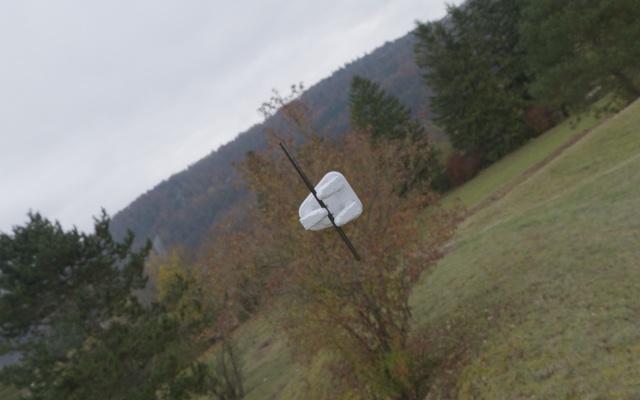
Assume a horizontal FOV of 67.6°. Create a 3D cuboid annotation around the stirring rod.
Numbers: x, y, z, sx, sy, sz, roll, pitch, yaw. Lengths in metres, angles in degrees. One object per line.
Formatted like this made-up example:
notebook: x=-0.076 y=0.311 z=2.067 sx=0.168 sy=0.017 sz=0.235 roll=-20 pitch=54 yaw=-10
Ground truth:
stirring rod: x=0.000 y=0.003 z=0.811 sx=0.011 sy=0.239 sz=0.011 roll=-34 pitch=3 yaw=2
